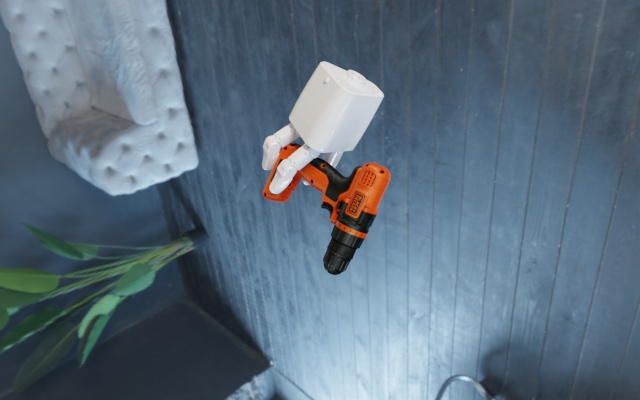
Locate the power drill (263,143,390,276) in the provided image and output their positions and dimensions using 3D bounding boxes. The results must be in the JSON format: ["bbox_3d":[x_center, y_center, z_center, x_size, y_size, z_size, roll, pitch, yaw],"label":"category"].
[{"bbox_3d":[0.000,0.002,0.765,0.187,0.184,0.057,28,6,25],"label":"power drill"}]
